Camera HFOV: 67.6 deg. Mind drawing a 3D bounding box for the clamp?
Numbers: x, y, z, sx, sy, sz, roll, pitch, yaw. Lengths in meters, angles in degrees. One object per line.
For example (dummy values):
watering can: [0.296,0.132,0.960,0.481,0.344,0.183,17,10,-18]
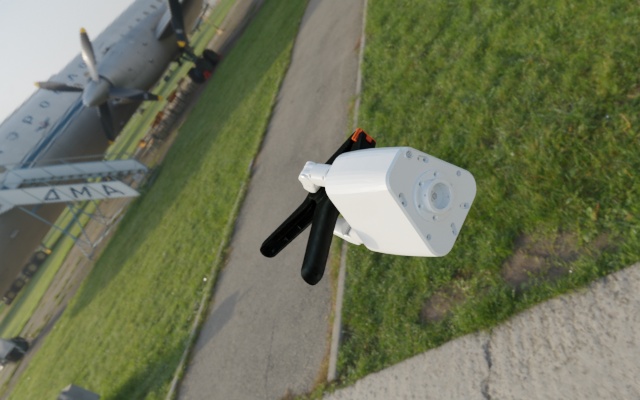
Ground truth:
clamp: [0.000,0.001,0.608,0.036,0.210,0.164,36,-17,-25]
